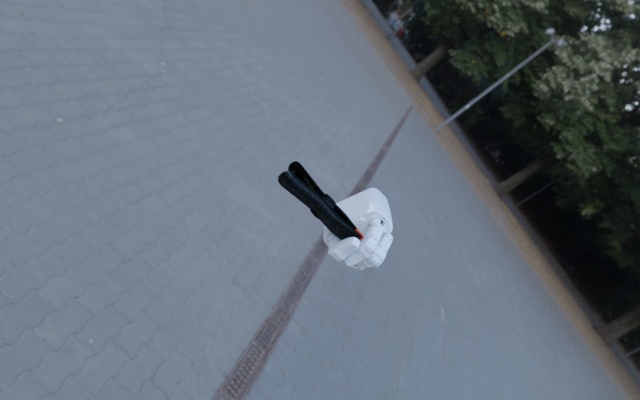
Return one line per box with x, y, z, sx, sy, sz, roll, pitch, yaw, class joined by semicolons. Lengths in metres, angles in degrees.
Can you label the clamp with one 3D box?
0.001;0.002;0.764;0.039;0.171;0.120;-39;16;17;clamp
